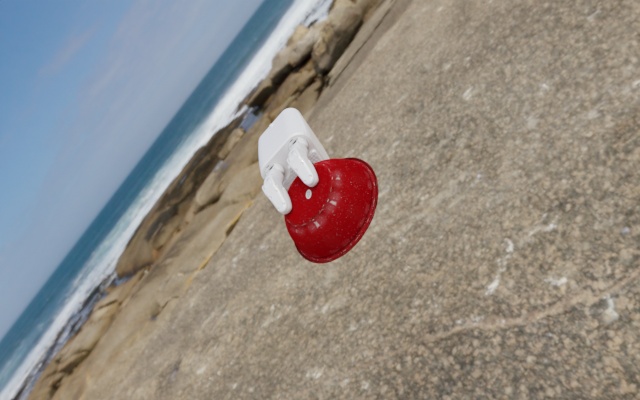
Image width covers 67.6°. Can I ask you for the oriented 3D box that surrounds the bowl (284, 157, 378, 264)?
[{"bbox_3d":[0.000,0.003,0.656,0.055,0.162,0.162,30,-19,-38],"label":"bowl"}]
